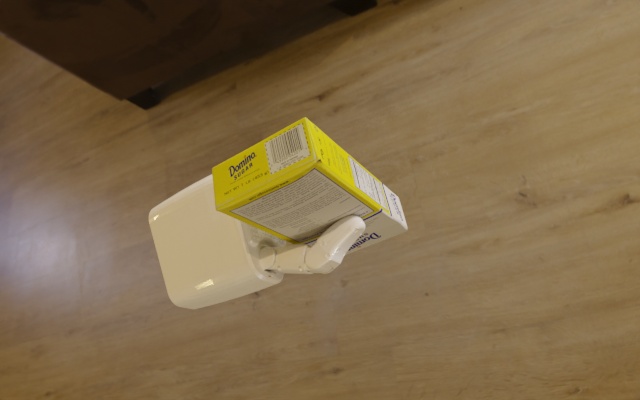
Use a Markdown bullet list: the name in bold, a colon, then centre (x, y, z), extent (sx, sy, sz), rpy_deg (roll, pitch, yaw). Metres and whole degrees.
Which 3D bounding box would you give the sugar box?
- **sugar box**: centre (0.000, 0.001, 0.419), extent (0.093, 0.048, 0.176), rpy_deg (-24, -27, 22)
